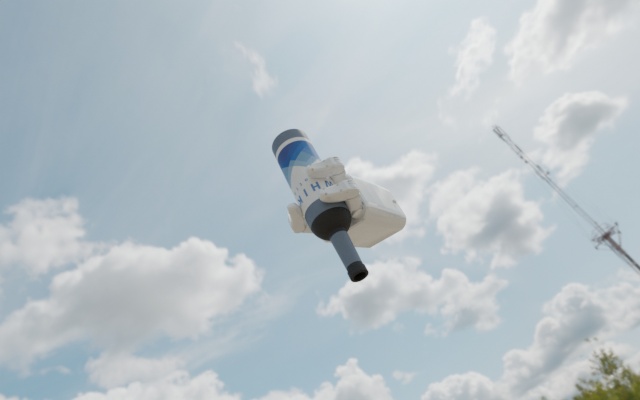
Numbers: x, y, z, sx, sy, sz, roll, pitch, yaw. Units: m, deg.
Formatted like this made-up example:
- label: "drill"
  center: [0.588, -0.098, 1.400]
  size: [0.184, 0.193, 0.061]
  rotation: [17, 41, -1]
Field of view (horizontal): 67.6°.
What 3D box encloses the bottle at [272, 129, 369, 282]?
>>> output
- label: "bottle"
  center: [0.000, 0.002, 0.745]
  size: [0.069, 0.069, 0.295]
  rotation: [0, 44, -31]
